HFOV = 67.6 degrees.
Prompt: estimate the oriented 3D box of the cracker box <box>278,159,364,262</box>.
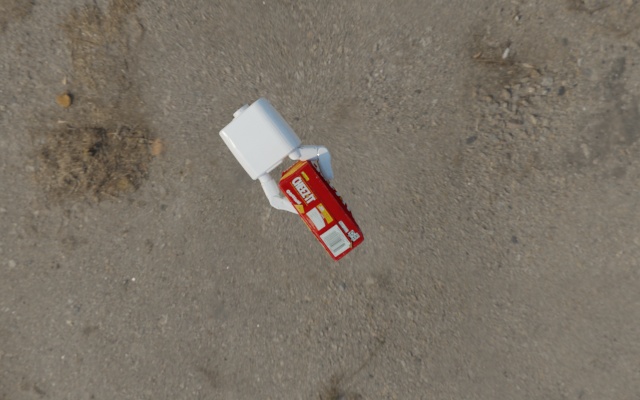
[{"bbox_3d":[0.000,0.003,0.883,0.072,0.164,0.213,-36,9,4],"label":"cracker box"}]
